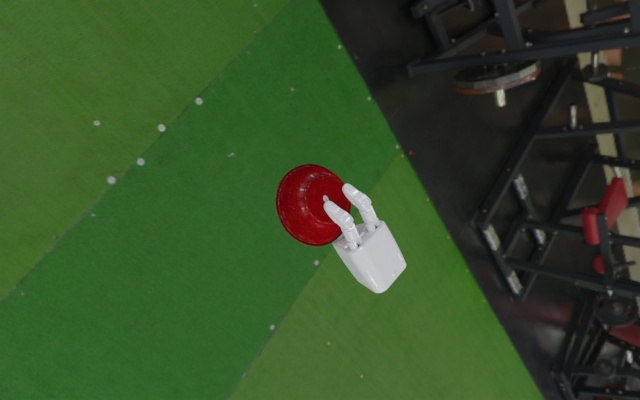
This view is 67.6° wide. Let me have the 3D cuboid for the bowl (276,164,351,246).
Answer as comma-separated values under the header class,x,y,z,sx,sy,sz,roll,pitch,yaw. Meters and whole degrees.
class,x,y,z,sx,sy,sz,roll,pitch,yaw
bowl,-0.001,0.002,0.896,0.162,0.162,0.055,0,-11,-28
